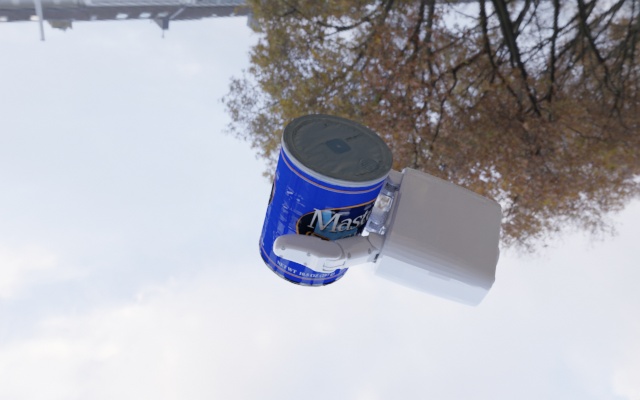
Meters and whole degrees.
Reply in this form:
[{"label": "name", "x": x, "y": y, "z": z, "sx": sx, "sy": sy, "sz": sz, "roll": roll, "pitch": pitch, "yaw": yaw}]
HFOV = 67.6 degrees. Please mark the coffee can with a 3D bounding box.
[{"label": "coffee can", "x": 0.000, "y": 0.001, "z": 0.472, "sx": 0.103, "sy": 0.140, "sz": 0.102, "roll": 11, "pitch": 40, "yaw": -9}]
